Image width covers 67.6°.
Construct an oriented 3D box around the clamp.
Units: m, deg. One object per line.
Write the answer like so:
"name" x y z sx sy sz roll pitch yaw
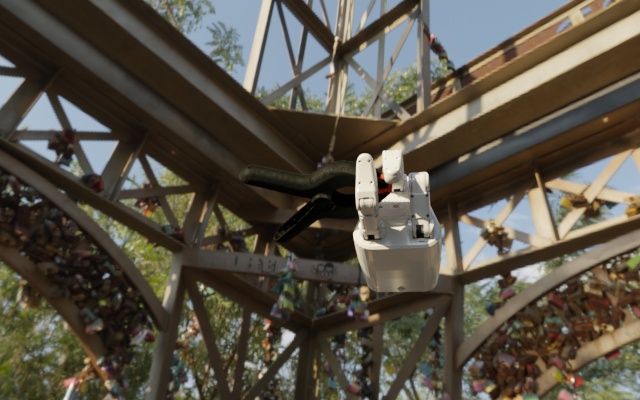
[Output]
"clamp" 0.000 0.001 0.562 0.171 0.039 0.120 -3 -41 11
